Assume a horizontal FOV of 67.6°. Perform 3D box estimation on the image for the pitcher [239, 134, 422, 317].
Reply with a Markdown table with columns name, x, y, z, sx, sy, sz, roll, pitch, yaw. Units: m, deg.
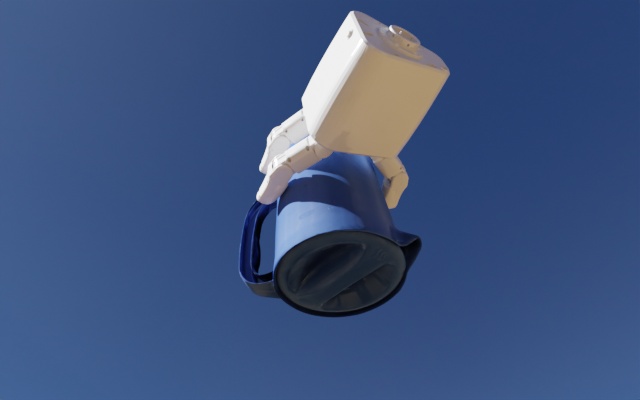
| name | x | y | z | sx | sy | sz | roll | pitch | yaw |
| --- | --- | --- | --- | --- | --- | --- | --- | --- | --- |
| pitcher | 0.000 | 0.002 | 0.547 | 0.149 | 0.145 | 0.242 | 18 | 37 | -21 |
